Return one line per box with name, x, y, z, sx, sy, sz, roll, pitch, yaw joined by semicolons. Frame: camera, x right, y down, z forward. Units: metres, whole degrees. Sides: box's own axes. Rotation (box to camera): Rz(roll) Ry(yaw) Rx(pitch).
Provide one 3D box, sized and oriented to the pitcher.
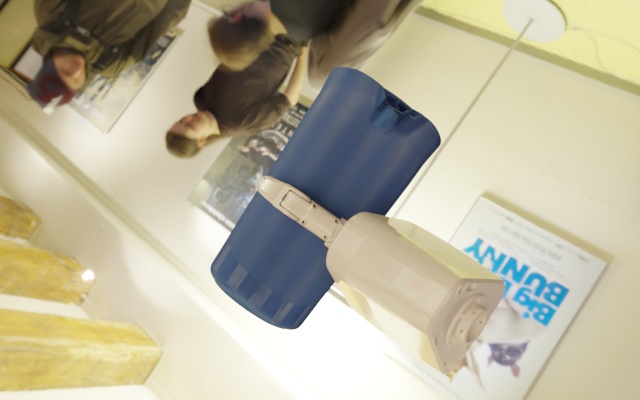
pitcher;0.000;0.002;0.488;0.145;0.243;0.149;32;-5;40
